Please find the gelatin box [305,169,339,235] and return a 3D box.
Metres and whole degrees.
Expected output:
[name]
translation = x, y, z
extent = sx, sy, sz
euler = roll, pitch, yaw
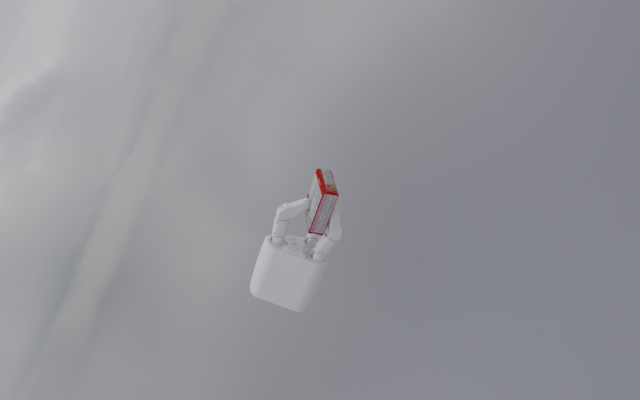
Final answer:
[gelatin box]
translation = 0.000, 0.002, 0.811
extent = 0.030, 0.089, 0.073
euler = 9, 34, -16
